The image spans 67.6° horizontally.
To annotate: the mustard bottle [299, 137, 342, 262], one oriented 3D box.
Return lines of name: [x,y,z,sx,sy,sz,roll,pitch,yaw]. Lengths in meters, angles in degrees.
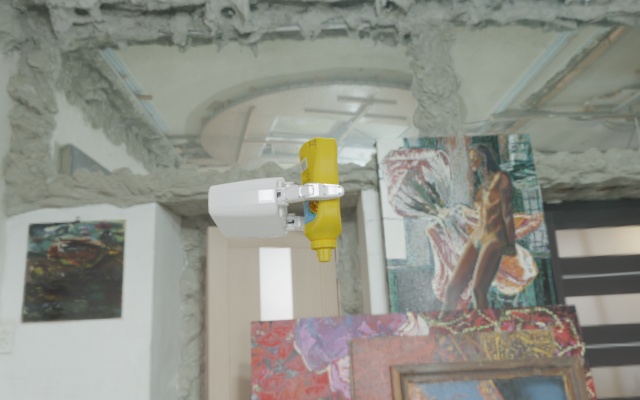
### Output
mustard bottle: [0.000,0.002,0.766,0.058,0.191,0.096,1,-14,-19]
